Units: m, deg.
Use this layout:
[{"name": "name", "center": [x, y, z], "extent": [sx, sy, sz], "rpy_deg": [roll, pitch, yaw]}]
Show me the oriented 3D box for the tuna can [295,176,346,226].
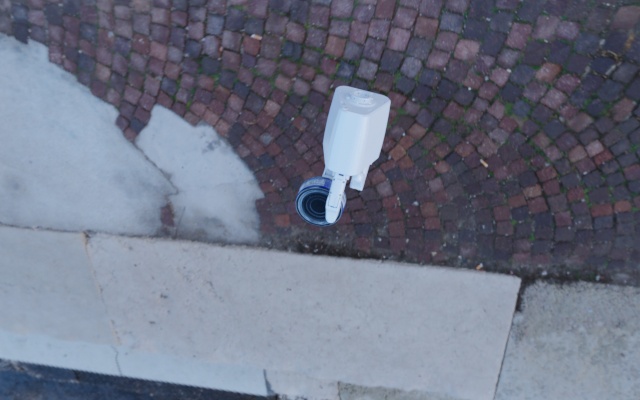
[{"name": "tuna can", "center": [0.000, 0.003, 0.833], "extent": [0.086, 0.086, 0.033], "rpy_deg": [0, 35, 14]}]
